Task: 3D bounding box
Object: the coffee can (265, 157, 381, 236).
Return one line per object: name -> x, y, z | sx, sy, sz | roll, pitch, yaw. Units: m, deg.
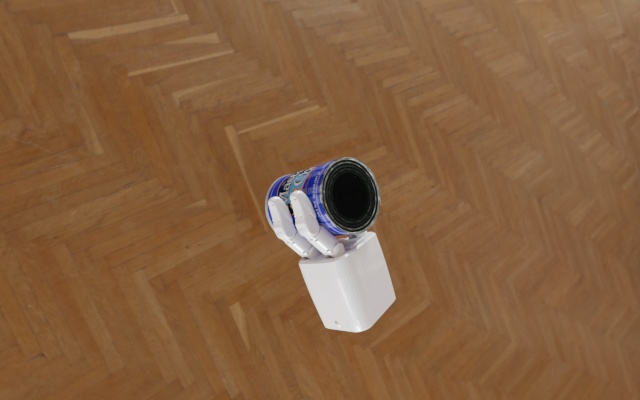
coffee can -> 0.000, 0.002, 0.679 | 0.103, 0.103, 0.140 | 0, -7, -37
